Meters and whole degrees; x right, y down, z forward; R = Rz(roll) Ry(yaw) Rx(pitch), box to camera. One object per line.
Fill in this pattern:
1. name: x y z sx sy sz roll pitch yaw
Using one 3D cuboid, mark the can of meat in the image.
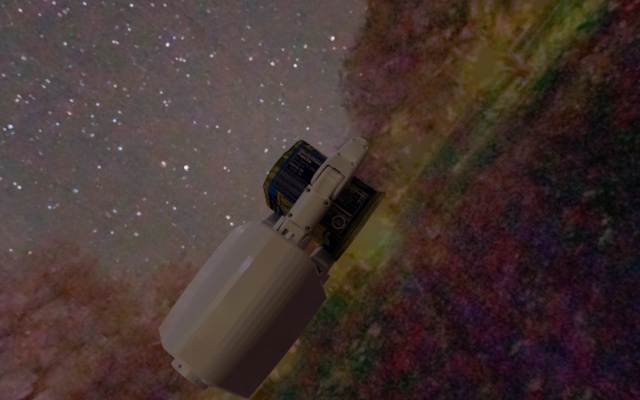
1. can of meat: 0.000 0.001 0.412 0.084 0.057 0.102 35 -14 5
